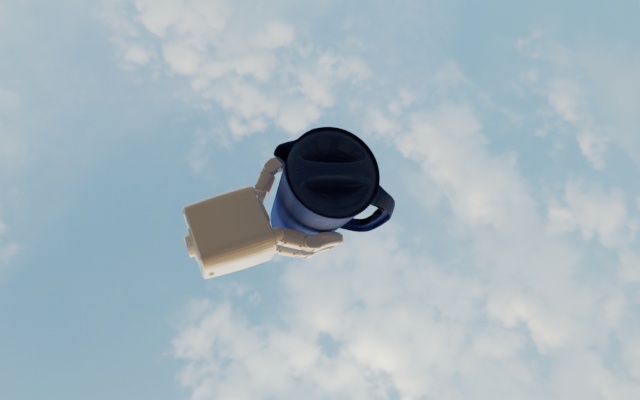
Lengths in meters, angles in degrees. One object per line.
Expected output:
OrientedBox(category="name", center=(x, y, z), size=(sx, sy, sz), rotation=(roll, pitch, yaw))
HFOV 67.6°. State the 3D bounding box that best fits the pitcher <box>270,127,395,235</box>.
OrientedBox(category="pitcher", center=(0.000, 0.002, 0.743), size=(0.145, 0.149, 0.243), rotation=(-19, -13, -19))
